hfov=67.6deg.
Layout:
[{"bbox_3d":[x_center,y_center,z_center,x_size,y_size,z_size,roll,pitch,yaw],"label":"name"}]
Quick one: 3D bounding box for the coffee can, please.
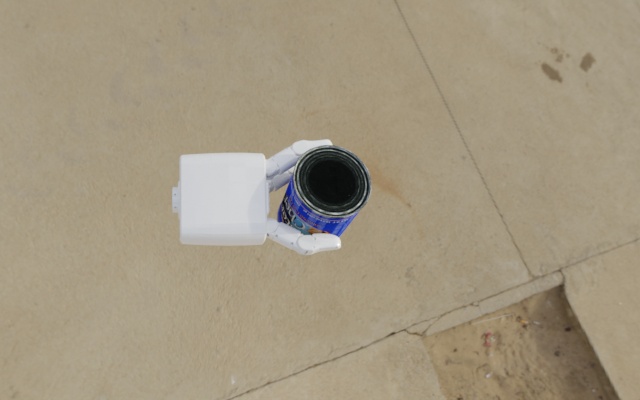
[{"bbox_3d":[0.000,0.002,0.660,0.103,0.102,0.140,0,-23,-14],"label":"coffee can"}]
